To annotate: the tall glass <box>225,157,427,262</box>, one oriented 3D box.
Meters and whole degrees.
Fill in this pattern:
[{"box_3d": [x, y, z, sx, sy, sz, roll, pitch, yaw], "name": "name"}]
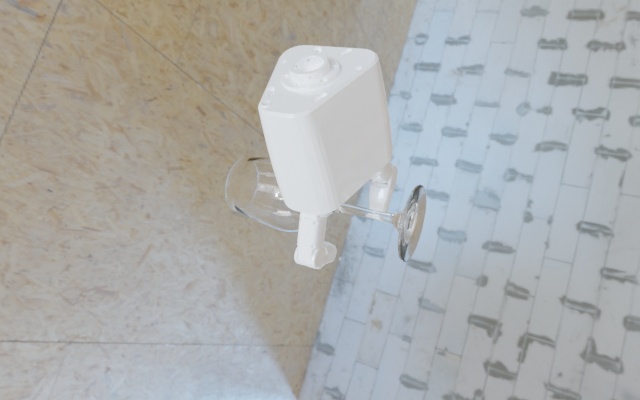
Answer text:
[{"box_3d": [0.001, 0.002, 0.490, 0.201, 0.079, 0.079, 13, 5, 26], "name": "tall glass"}]
